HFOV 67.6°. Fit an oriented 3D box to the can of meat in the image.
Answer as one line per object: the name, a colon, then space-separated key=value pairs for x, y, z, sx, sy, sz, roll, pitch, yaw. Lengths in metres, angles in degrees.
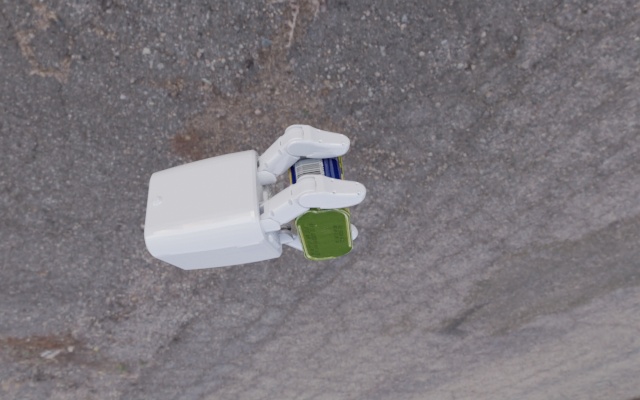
can of meat: x=0.000 y=0.002 z=0.481 sx=0.057 sy=0.084 sz=0.102 roll=-9 pitch=-34 yaw=2
